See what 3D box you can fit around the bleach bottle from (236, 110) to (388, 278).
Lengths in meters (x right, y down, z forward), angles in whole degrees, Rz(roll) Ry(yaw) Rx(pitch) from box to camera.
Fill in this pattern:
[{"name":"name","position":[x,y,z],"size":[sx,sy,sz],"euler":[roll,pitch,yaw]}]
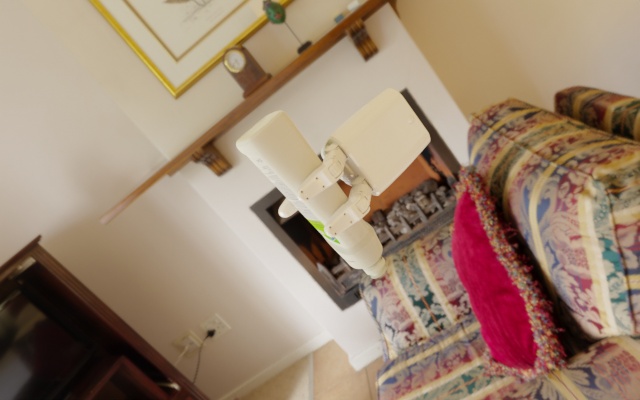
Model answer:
[{"name":"bleach bottle","position":[0.000,0.002,0.619],"size":[0.068,0.251,0.102],"euler":[-43,17,-10]}]
